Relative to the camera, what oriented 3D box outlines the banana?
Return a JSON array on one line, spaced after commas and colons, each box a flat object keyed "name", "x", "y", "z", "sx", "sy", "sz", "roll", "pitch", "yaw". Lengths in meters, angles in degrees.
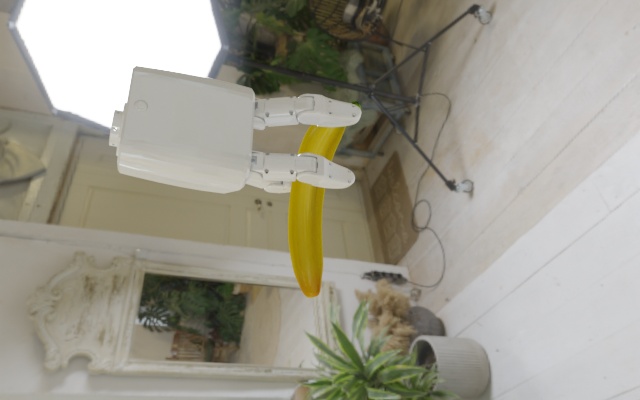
[{"name": "banana", "x": -0.007, "y": -0.004, "z": 0.489, "sx": 0.037, "sy": 0.198, "sz": 0.069, "roll": 9, "pitch": 3, "yaw": -26}]
